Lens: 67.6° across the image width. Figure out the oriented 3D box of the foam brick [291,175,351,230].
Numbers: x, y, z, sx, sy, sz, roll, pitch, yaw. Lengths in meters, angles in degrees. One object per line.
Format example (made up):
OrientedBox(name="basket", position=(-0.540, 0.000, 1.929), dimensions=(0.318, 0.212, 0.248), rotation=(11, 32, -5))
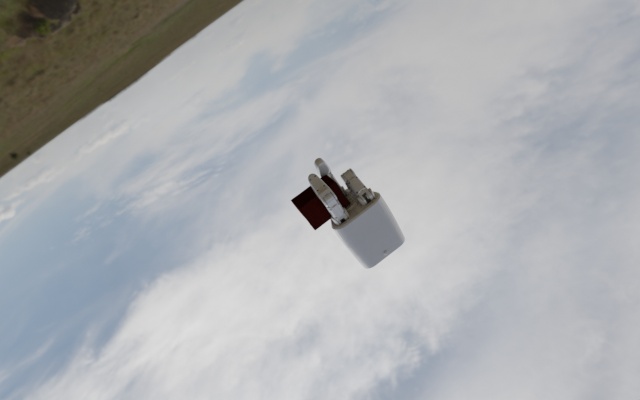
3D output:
OrientedBox(name="foam brick", position=(0.000, 0.003, 0.810), dimensions=(0.078, 0.051, 0.053), rotation=(-37, 26, -4))
